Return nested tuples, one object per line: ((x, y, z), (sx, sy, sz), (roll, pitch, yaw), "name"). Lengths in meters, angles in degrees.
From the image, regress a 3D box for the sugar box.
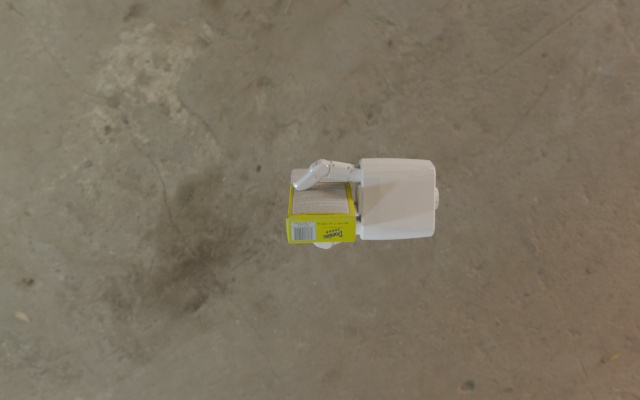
((0.000, 0.003, 0.708), (0.093, 0.048, 0.176), (-1, 23, 0), "sugar box")
